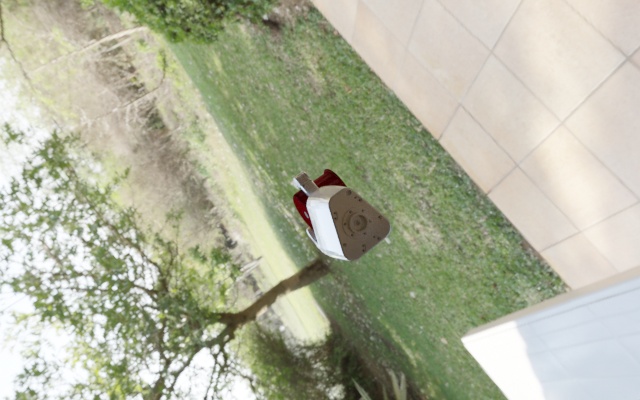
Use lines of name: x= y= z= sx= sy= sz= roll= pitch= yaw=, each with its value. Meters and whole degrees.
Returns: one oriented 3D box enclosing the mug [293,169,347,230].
mug: x=-0.001 y=0.003 z=0.881 sx=0.081 sy=0.093 sz=0.117 roll=-35 pitch=9 yaw=-15
